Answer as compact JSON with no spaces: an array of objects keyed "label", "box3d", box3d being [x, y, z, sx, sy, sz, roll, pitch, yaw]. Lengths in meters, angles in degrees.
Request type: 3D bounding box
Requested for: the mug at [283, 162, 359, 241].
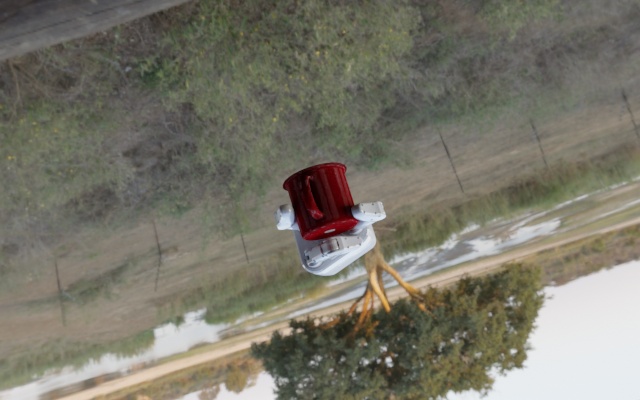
[{"label":"mug","box3d":[0.000,0.002,0.640,0.093,0.081,0.117,-20,-16,10]}]
